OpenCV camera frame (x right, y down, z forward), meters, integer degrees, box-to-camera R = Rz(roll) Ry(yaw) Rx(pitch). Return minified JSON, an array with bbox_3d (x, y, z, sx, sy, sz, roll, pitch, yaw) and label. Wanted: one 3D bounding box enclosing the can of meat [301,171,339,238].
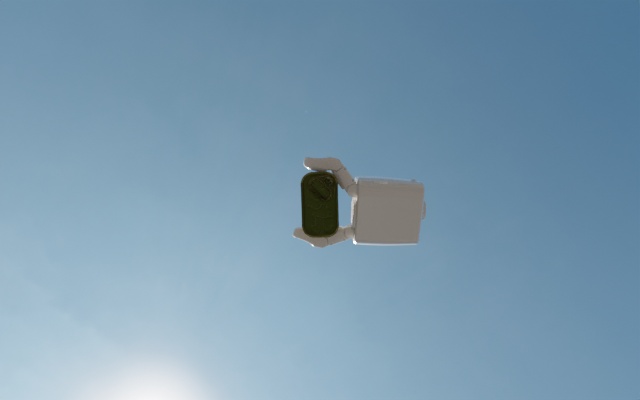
[{"bbox_3d":[0.000,0.003,0.771,0.057,0.102,0.084,-2,6,2],"label":"can of meat"}]
